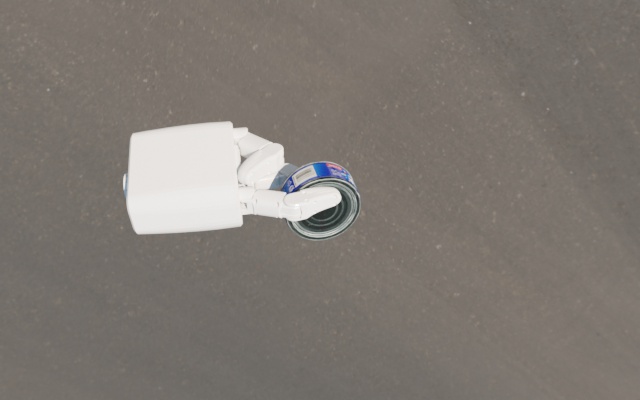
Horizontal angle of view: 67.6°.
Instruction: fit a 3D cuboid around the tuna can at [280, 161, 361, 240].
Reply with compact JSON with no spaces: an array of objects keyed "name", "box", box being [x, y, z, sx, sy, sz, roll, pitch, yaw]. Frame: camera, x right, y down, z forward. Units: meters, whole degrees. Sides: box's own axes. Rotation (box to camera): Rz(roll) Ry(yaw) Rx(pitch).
[{"name":"tuna can","box":[0.000,0.002,0.522,0.086,0.086,0.033,0,35,-16]}]
